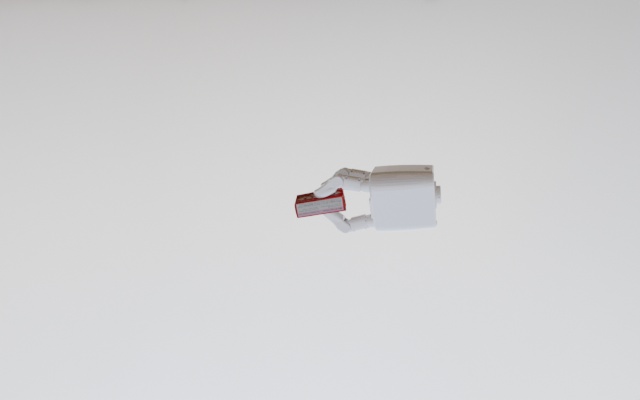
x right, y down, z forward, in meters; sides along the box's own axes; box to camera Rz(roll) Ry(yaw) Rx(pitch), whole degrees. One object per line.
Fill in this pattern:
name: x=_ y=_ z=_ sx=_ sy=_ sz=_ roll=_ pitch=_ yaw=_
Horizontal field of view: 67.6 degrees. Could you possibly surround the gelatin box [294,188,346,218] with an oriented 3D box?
gelatin box: x=0.000 y=0.003 z=0.856 sx=0.089 sy=0.030 sz=0.073 roll=-10 pitch=13 yaw=3
